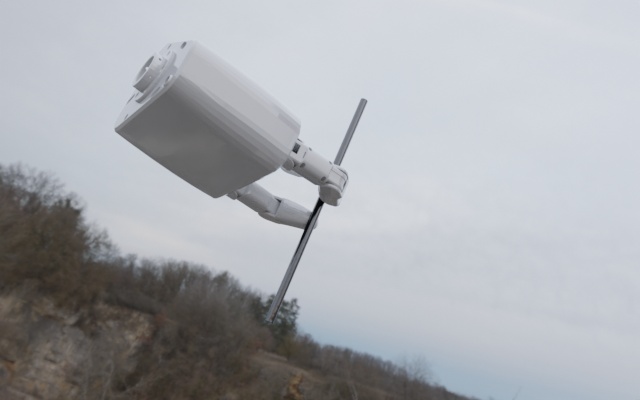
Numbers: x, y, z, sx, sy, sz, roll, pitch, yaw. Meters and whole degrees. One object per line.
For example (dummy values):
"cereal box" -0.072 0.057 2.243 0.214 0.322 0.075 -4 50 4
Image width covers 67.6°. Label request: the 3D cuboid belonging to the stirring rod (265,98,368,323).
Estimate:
"stirring rod" 0.000 0.002 0.456 0.011 0.239 0.011 21 -18 7
